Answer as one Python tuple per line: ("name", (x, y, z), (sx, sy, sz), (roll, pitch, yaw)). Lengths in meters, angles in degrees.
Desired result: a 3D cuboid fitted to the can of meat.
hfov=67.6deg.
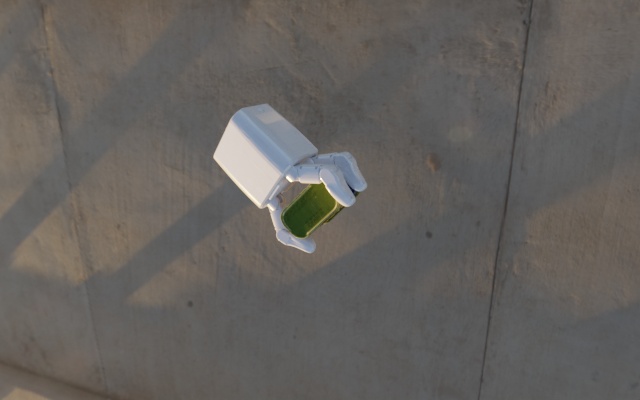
("can of meat", (0.000, 0.002, 0.686), (0.102, 0.057, 0.084), (-44, -5, 28))
